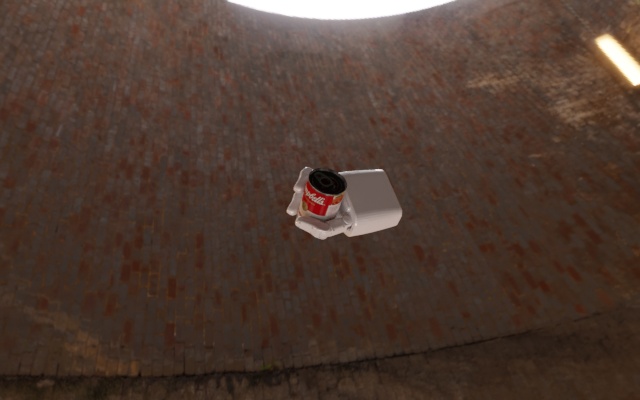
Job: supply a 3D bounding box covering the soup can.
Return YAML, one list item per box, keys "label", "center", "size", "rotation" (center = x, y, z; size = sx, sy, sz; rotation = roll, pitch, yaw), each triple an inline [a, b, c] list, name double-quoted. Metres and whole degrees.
- label: "soup can"
  center: [0.000, 0.003, 0.837]
  size: [0.068, 0.102, 0.068]
  rotation: [10, 42, -10]
